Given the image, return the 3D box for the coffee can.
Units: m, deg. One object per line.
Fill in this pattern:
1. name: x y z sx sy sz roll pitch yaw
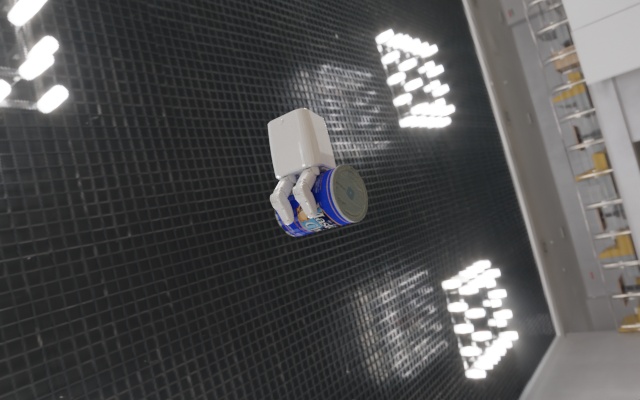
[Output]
1. coffee can: 0.000 0.003 0.866 0.140 0.103 0.103 -17 -10 37
